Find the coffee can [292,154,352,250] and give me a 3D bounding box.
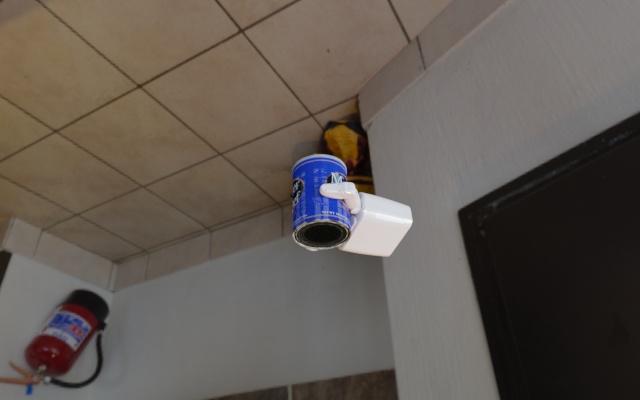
[{"bbox_3d":[0.000,0.003,0.859,0.103,0.140,0.103,-2,-33,-1],"label":"coffee can"}]
